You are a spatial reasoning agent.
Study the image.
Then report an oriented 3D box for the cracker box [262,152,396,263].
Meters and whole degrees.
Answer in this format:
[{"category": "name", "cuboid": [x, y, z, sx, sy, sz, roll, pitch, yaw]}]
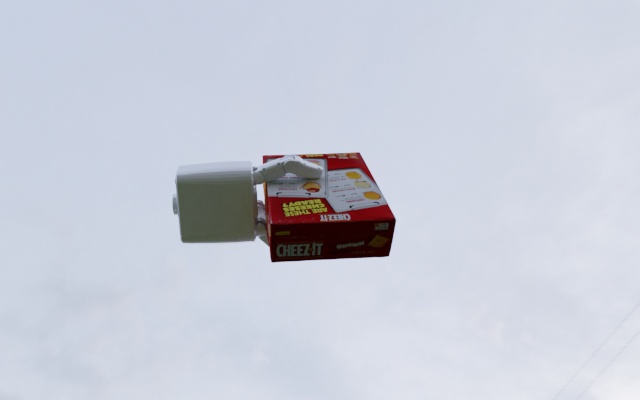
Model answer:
[{"category": "cracker box", "cuboid": [0.000, 0.002, 0.705, 0.164, 0.072, 0.213, -2, 30, -9]}]
